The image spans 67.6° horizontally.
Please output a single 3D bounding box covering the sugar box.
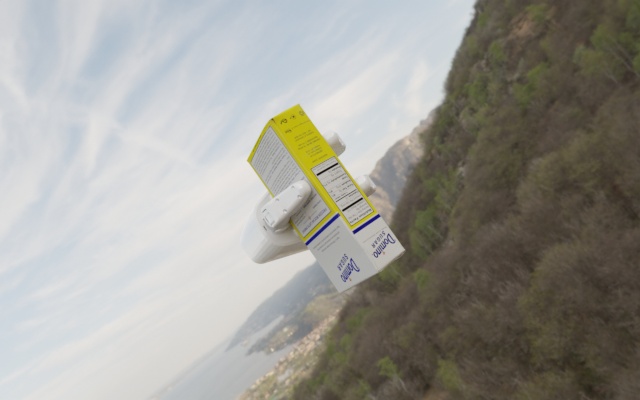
[{"bbox_3d":[0.000,0.001,0.479,0.048,0.176,0.093,-34,-6,-30],"label":"sugar box"}]
